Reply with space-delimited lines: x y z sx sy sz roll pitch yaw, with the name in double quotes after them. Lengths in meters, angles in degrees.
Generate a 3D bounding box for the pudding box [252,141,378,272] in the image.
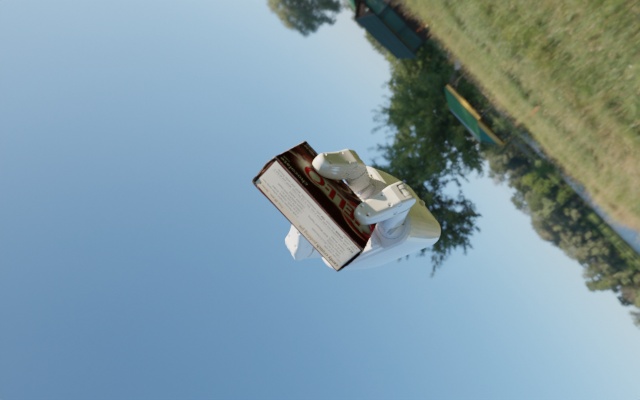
0.000 0.002 0.446 0.039 0.113 0.090 -45 0 21 "pudding box"
